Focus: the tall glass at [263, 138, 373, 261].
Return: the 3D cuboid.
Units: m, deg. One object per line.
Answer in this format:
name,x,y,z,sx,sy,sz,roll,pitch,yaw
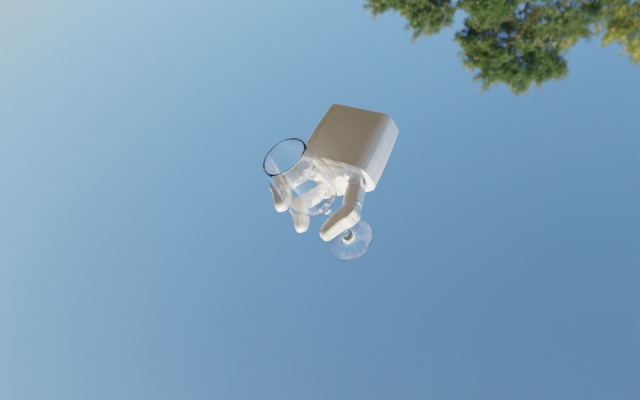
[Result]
tall glass,0.000,0.003,0.663,0.079,0.079,0.201,0,-35,35
